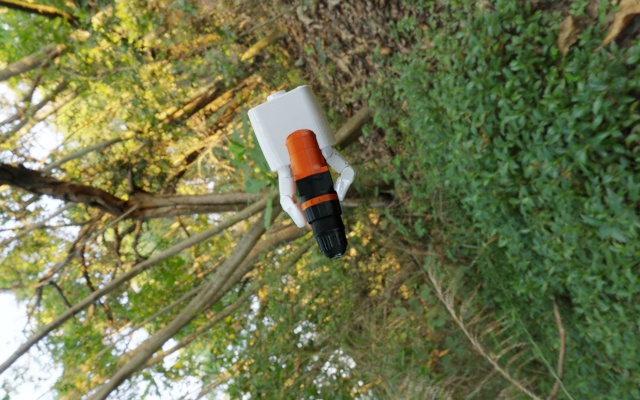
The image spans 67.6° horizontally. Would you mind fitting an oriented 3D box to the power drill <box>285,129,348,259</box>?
[{"bbox_3d":[0.000,0.002,0.716,0.057,0.184,0.188,-15,-11,-2],"label":"power drill"}]
